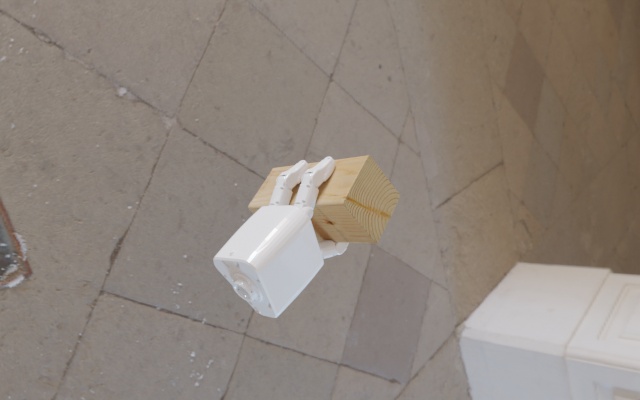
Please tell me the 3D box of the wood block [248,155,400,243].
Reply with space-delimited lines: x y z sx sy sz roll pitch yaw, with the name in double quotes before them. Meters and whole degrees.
"wood block" 0.000 0.003 0.720 0.206 0.090 0.091 -2 -41 45
